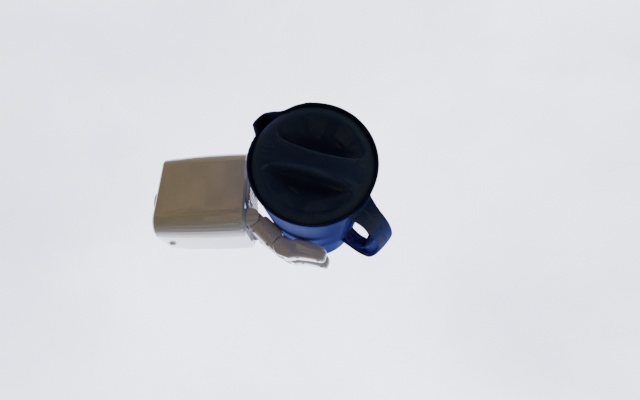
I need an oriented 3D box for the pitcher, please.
[{"bbox_3d":[0.000,0.002,0.583,0.145,0.149,0.243,-3,-17,0],"label":"pitcher"}]
